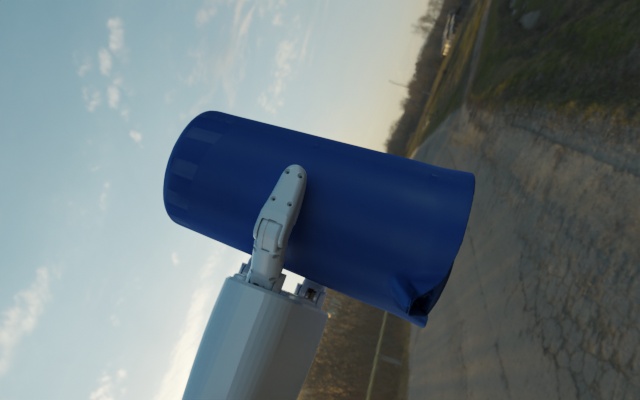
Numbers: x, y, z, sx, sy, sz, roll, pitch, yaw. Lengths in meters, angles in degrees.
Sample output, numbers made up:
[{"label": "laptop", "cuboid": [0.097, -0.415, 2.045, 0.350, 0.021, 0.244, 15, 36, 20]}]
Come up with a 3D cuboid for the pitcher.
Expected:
[{"label": "pitcher", "cuboid": [0.000, 0.002, 0.420, 0.243, 0.145, 0.149, 19, -11, 9]}]
